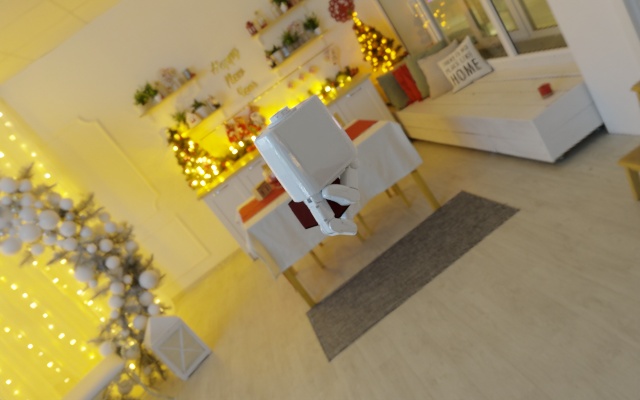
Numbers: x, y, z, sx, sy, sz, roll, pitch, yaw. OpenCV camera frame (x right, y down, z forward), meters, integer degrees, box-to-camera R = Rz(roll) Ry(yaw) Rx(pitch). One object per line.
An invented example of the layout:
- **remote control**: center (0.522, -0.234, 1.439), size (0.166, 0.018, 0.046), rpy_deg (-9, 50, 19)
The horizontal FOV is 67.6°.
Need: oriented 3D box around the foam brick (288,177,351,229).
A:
- **foam brick**: center (0.000, 0.003, 0.724), size (0.078, 0.051, 0.053), rpy_deg (-20, 23, 46)
